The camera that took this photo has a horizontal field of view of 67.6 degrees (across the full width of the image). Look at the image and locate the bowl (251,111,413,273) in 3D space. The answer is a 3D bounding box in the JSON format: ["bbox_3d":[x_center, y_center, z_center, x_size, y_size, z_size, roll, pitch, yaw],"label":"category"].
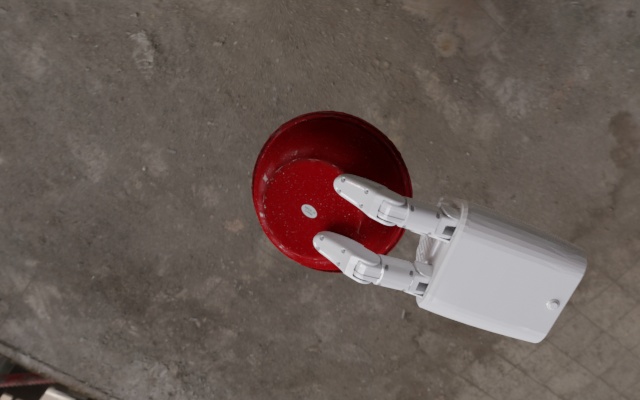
[{"bbox_3d":[-0.001,0.001,0.438,0.162,0.162,0.055,0,15,18],"label":"bowl"}]
